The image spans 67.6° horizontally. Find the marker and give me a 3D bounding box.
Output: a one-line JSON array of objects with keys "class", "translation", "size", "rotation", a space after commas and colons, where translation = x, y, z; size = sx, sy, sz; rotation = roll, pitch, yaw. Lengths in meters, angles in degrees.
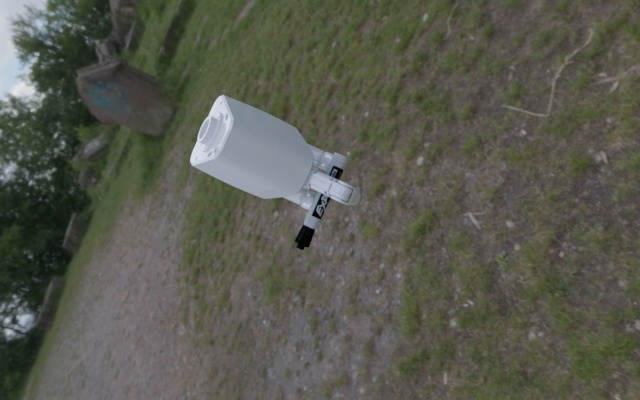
[{"class": "marker", "translation": [0.000, 0.002, 0.563], "size": [0.020, 0.121, 0.020], "rotation": [24, 1, -1]}]
